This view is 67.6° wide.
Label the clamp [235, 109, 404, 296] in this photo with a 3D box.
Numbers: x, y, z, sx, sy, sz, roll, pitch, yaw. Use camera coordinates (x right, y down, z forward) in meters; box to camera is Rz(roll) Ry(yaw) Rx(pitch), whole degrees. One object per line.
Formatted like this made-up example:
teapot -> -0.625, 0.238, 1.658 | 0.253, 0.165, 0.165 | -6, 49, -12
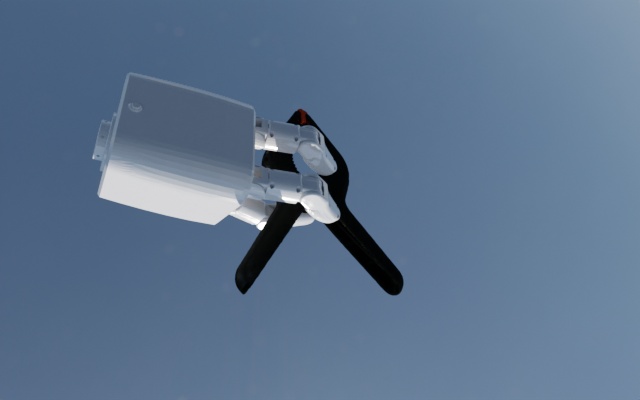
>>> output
clamp -> -0.001, 0.001, 0.472 | 0.164, 0.209, 0.036 | 13, -36, -24
